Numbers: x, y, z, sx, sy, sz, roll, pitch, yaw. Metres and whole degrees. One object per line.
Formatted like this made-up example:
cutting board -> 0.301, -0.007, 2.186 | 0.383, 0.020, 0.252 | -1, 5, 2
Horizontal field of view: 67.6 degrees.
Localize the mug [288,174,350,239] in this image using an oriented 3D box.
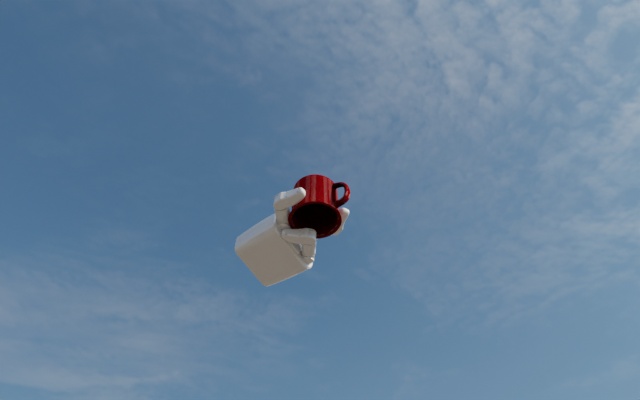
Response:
mug -> 0.001, 0.002, 0.846 | 0.117, 0.081, 0.093 | -28, -52, 24
